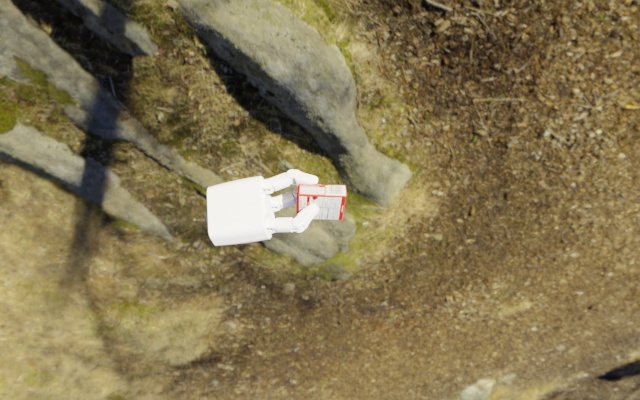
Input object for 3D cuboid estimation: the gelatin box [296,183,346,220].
[{"bbox_3d":[0.000,0.003,0.880,0.089,0.030,0.073,2,-39,-3],"label":"gelatin box"}]
